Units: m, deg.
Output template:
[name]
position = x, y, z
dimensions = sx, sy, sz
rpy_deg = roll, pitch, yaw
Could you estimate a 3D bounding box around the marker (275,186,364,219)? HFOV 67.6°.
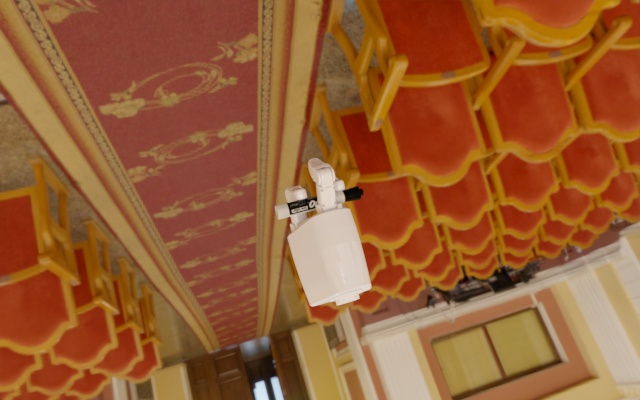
[marker]
position = 0.000, 0.002, 0.637
dimensions = 0.121, 0.020, 0.020
rpy_deg = -14, 3, -13
